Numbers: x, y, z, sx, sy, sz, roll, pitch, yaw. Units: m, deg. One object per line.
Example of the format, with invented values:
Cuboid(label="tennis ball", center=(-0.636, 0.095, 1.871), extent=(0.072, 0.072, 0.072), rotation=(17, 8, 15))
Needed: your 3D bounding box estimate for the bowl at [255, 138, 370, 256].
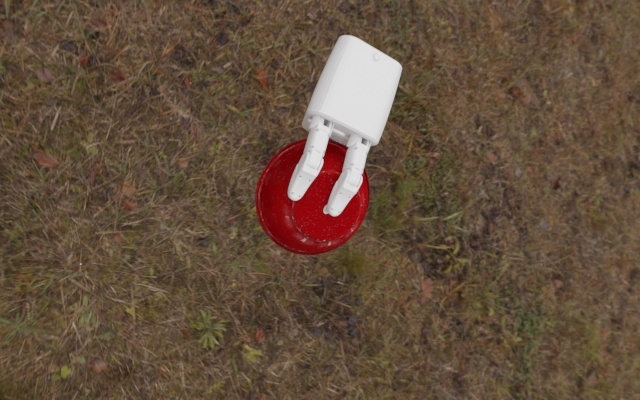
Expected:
Cuboid(label="bowl", center=(0.000, 0.003, 0.617), extent=(0.162, 0.162, 0.055), rotation=(0, 13, -19))
